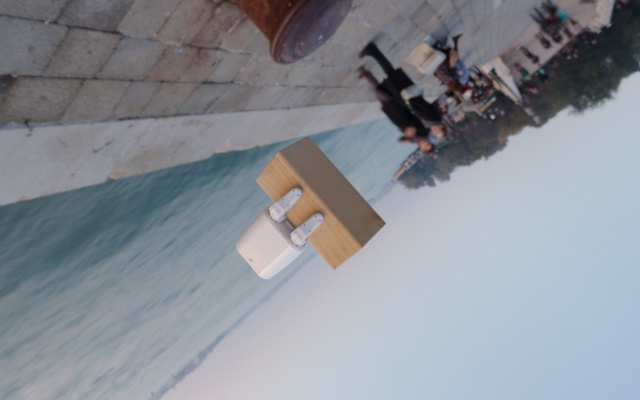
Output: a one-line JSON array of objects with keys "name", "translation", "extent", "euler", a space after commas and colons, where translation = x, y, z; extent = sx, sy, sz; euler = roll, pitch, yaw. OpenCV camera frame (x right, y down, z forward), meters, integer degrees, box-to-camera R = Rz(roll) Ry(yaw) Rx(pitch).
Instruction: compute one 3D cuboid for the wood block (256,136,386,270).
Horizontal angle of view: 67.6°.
[{"name": "wood block", "translation": [0.000, 0.003, 0.825], "extent": [0.090, 0.206, 0.090], "euler": [-37, -6, -48]}]
